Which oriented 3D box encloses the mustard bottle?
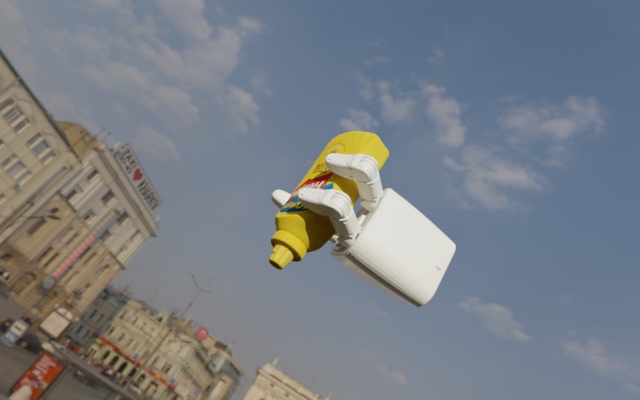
[{"bbox_3d":[0.000,0.001,0.562,0.096,0.191,0.058,-4,-47,49],"label":"mustard bottle"}]
